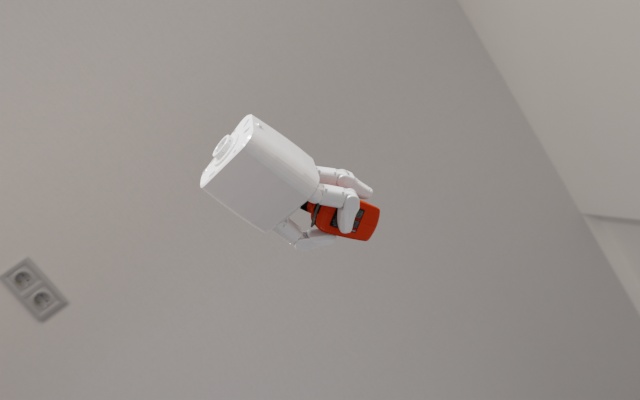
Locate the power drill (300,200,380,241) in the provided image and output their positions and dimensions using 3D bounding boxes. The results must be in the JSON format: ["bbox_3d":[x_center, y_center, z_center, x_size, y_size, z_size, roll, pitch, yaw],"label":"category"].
[{"bbox_3d":[0.000,0.002,0.724,0.184,0.057,0.187,15,7,-40],"label":"power drill"}]
